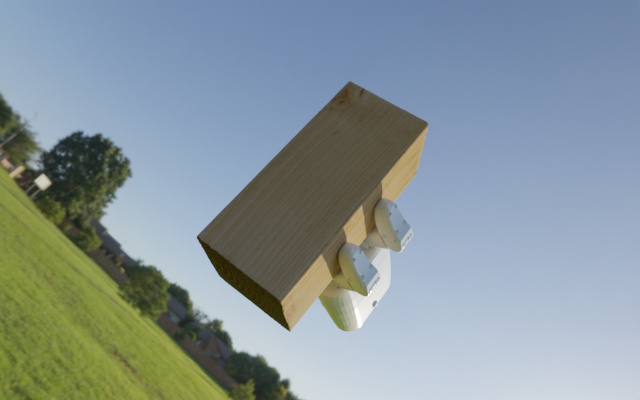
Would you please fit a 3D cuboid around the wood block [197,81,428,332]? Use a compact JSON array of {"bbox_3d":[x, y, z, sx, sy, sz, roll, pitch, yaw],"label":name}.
[{"bbox_3d":[0.000,0.001,0.438,0.091,0.206,0.090,33,-24,20],"label":"wood block"}]
